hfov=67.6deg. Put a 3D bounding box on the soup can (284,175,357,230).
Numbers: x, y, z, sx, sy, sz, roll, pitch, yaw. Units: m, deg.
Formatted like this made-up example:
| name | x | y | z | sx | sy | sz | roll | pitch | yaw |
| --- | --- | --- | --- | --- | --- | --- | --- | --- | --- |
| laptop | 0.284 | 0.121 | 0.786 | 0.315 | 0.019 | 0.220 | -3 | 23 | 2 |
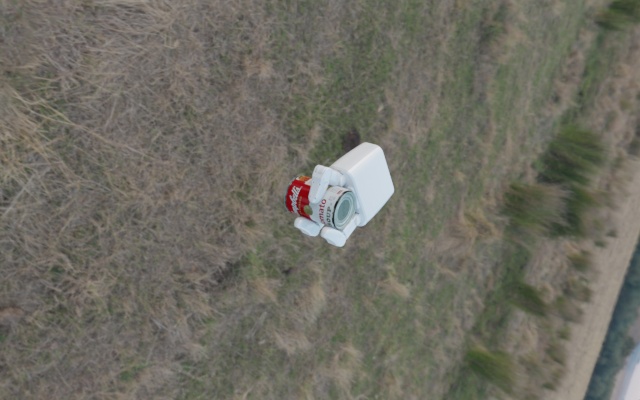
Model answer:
| name | x | y | z | sx | sy | sz | roll | pitch | yaw |
| --- | --- | --- | --- | --- | --- | --- | --- | --- | --- |
| soup can | 0.000 | 0.003 | 0.794 | 0.102 | 0.068 | 0.068 | 19 | 10 | 32 |
